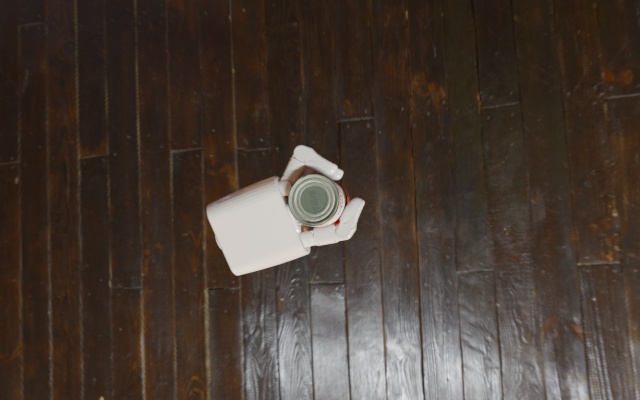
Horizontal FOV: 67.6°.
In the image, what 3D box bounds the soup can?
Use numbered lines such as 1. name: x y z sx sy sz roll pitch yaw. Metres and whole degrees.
1. soup can: 0.001 0.002 0.642 0.068 0.068 0.102 0 -4 11
